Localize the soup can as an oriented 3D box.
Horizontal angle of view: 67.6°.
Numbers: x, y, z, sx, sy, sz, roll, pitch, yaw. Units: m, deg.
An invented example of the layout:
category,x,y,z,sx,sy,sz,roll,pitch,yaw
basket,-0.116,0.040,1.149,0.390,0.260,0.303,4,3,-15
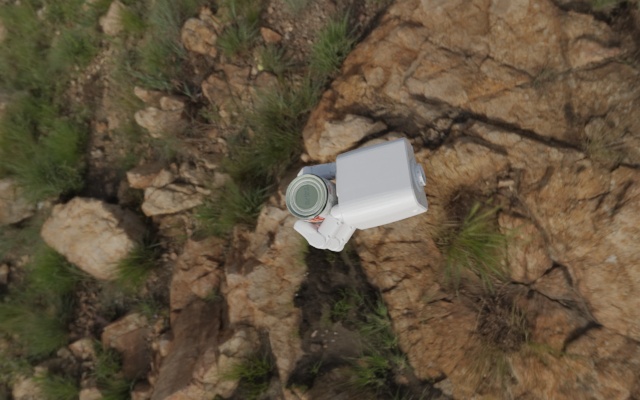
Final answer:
category,x,y,z,sx,sy,sz,roll,pitch,yaw
soup can,0.000,0.002,0.710,0.068,0.068,0.102,0,-9,24
